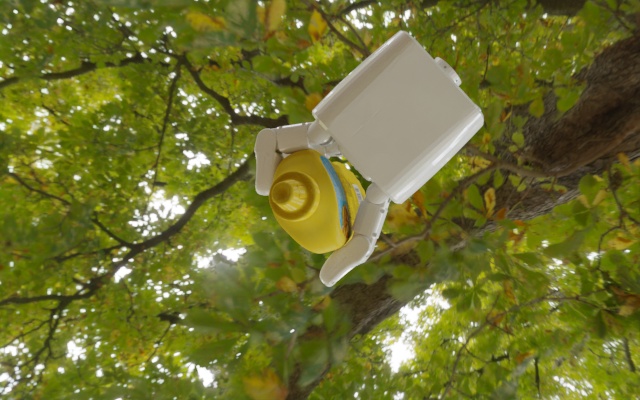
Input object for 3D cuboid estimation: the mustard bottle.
[{"bbox_3d":[0.000,0.002,0.452,0.058,0.096,0.191,-17,-9,15],"label":"mustard bottle"}]
